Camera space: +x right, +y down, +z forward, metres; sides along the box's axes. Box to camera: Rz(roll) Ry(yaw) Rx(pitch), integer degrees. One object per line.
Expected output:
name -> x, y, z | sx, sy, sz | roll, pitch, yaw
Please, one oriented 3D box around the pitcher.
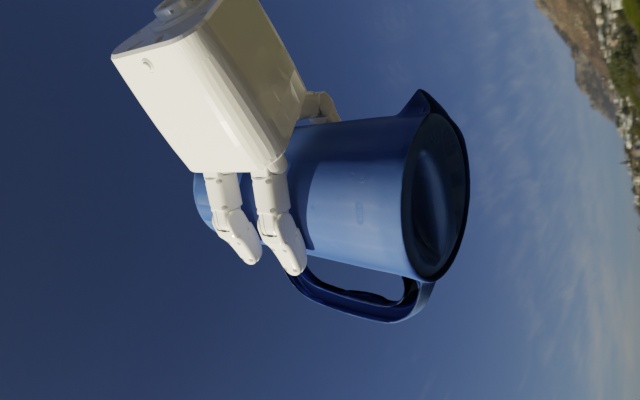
pitcher -> 0.000, 0.001, 0.435 | 0.243, 0.149, 0.145 | 4, -41, 37
